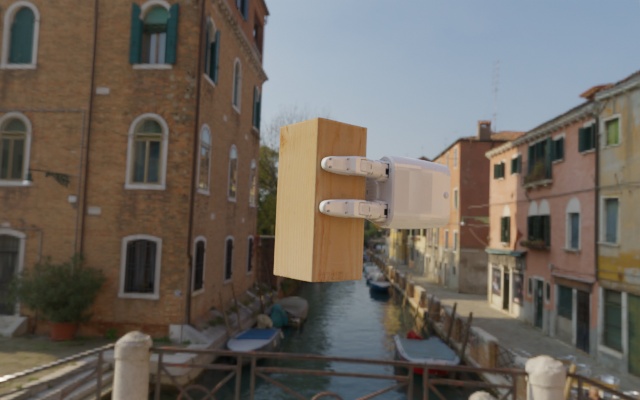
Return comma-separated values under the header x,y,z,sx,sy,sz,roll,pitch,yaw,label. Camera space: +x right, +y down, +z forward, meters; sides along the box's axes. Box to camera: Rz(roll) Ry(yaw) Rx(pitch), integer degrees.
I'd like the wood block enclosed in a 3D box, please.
x,y,z,sx,sy,sz,roll,pitch,yaw,label
0.000,0.002,0.653,0.090,0.206,0.091,5,-4,-38,wood block
